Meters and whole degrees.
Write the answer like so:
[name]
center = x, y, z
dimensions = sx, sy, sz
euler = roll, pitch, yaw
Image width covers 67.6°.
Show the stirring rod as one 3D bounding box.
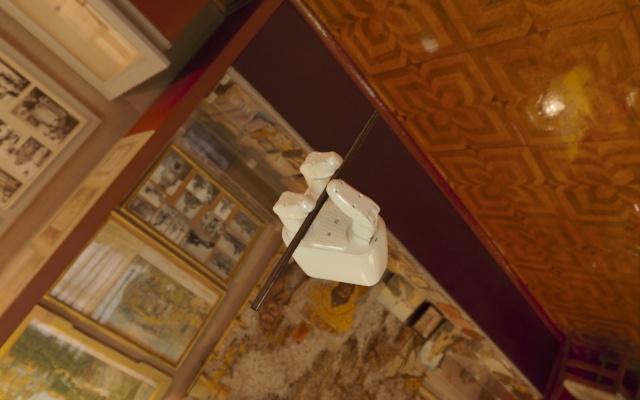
[stirring rod]
center = 0.000, 0.002, 0.467
dimensions = 0.011, 0.239, 0.011
euler = 27, -21, 12
